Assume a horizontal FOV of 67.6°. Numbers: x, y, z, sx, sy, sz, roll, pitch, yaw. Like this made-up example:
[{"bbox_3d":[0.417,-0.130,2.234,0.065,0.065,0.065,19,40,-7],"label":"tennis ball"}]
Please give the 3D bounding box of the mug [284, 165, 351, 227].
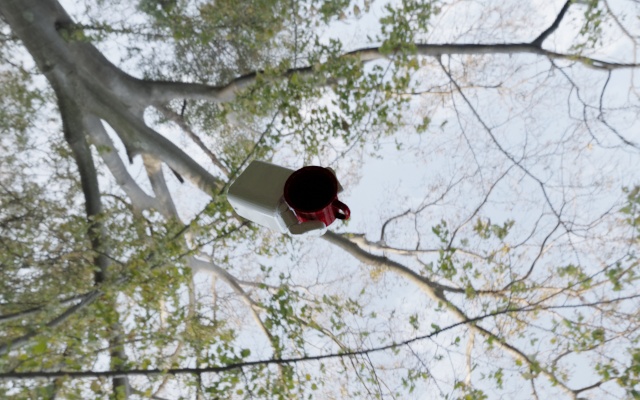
[{"bbox_3d":[0.001,0.003,0.829,0.117,0.093,0.081,21,-23,20],"label":"mug"}]
